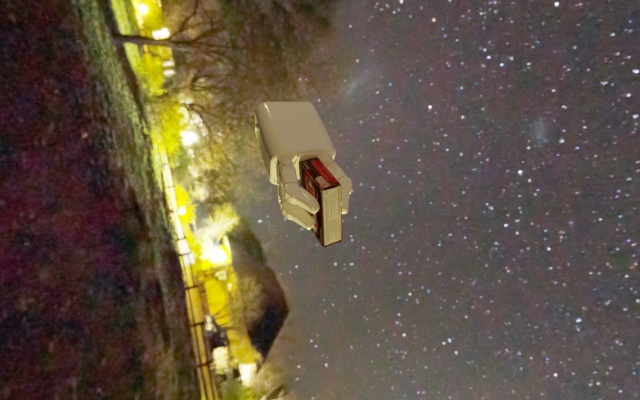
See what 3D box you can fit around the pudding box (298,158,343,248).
[{"bbox_3d":[0.000,0.002,0.748,0.039,0.114,0.090,-17,38,-15],"label":"pudding box"}]
